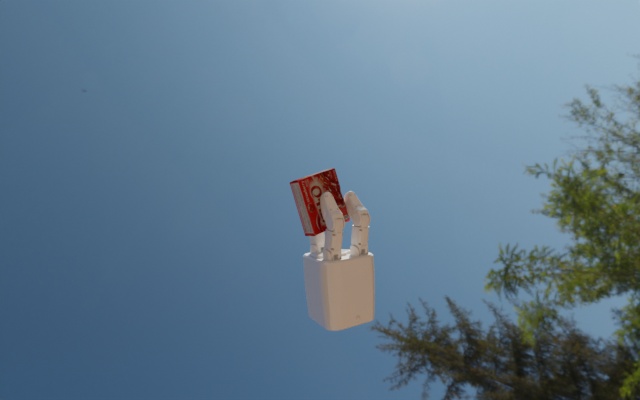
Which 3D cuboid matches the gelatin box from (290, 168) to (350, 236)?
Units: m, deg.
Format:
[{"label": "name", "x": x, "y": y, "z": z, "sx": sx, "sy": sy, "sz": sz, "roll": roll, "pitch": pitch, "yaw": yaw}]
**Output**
[{"label": "gelatin box", "x": 0.000, "y": 0.002, "z": 0.737, "sx": 0.073, "sy": 0.089, "sz": 0.030, "roll": -21, "pitch": 8, "yaw": -35}]
